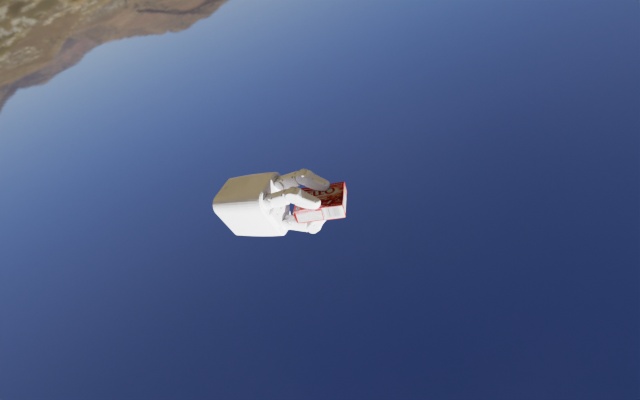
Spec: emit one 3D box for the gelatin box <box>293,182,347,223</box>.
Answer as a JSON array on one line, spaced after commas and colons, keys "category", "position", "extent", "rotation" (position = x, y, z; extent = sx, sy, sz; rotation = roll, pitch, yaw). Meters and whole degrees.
[{"category": "gelatin box", "position": [0.001, 0.003, 0.842], "extent": [0.089, 0.030, 0.073], "rotation": [-8, 34, 11]}]
